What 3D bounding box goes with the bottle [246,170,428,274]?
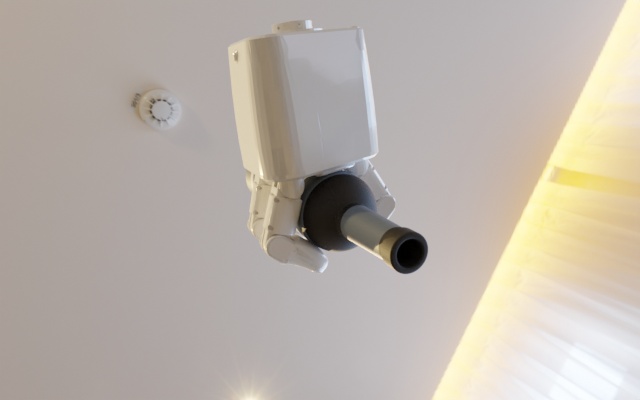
[{"bbox_3d":[0.000,0.001,0.425,0.069,0.069,0.295,0,12,-22],"label":"bottle"}]
